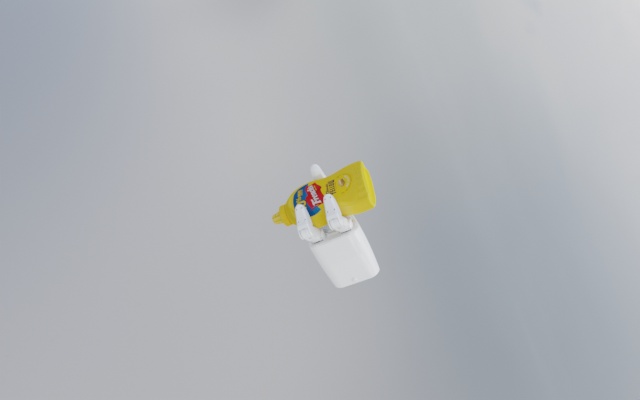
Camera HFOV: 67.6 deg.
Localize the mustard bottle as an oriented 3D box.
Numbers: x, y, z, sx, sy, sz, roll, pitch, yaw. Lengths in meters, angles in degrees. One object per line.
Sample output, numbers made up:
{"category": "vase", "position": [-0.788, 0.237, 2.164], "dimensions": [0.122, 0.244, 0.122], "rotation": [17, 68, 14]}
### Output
{"category": "mustard bottle", "position": [0.000, 0.002, 0.858], "dimensions": [0.191, 0.096, 0.058], "rotation": [-22, -42, 17]}
